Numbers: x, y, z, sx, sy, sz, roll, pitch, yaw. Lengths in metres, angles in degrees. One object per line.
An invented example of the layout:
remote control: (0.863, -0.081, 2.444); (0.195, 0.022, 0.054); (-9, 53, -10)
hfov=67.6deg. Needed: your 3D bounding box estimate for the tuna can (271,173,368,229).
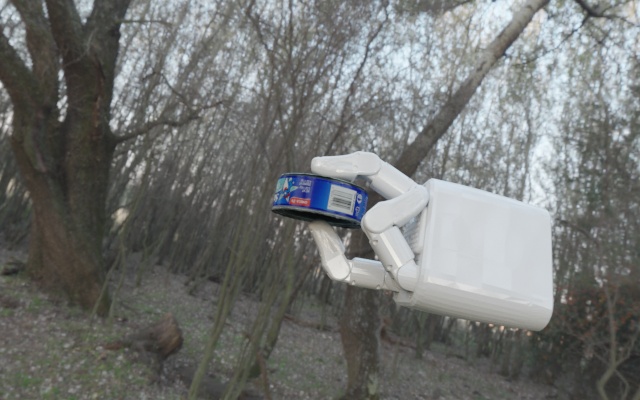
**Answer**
tuna can: (0.000, 0.001, 0.439); (0.086, 0.033, 0.086); (10, -8, 2)
